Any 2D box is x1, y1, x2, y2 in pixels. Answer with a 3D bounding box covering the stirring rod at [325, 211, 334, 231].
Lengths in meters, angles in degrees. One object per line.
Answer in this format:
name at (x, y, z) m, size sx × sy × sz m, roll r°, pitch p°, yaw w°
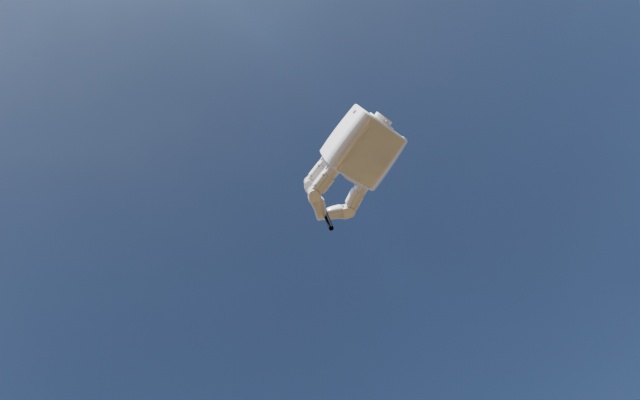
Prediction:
stirring rod at (0.000, 0.003, 0.880) m, size 0.011 × 0.011 × 0.239 m, roll 0°, pitch 20°, yaw -9°
